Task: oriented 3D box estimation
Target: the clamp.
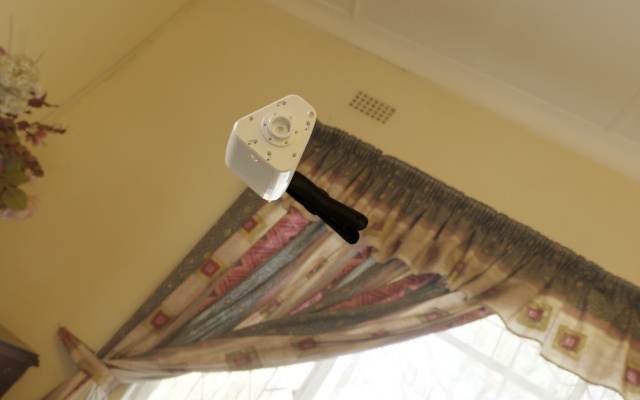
[{"bbox_3d":[0.000,0.002,0.706,0.171,0.039,0.120,36,-20,-1],"label":"clamp"}]
